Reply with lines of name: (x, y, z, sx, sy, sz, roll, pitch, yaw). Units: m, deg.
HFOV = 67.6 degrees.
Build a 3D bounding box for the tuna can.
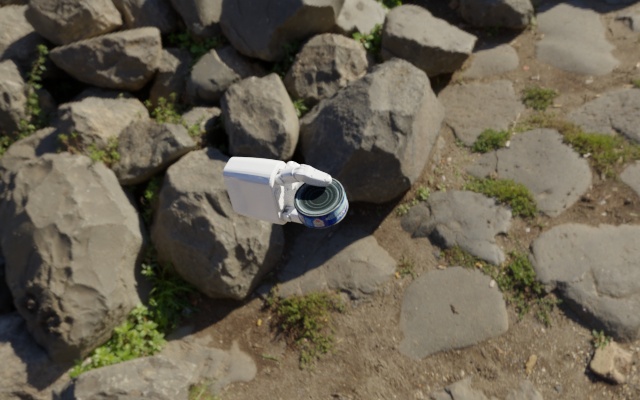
tuna can: (0.000, 0.002, 0.777, 0.086, 0.086, 0.034, 0, -39, 15)
